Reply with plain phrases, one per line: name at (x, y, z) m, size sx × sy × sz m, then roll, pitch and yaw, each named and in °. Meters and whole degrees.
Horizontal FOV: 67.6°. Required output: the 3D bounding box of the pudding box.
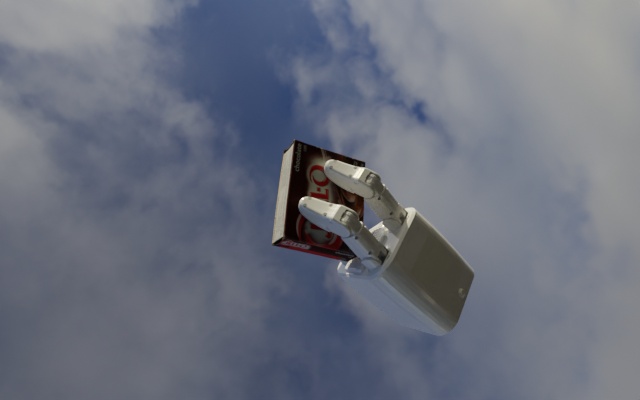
pudding box at (0.000, 0.002, 0.510) m, size 0.090 × 0.113 × 0.039 m, roll 15°, pitch -27°, yaw -25°
